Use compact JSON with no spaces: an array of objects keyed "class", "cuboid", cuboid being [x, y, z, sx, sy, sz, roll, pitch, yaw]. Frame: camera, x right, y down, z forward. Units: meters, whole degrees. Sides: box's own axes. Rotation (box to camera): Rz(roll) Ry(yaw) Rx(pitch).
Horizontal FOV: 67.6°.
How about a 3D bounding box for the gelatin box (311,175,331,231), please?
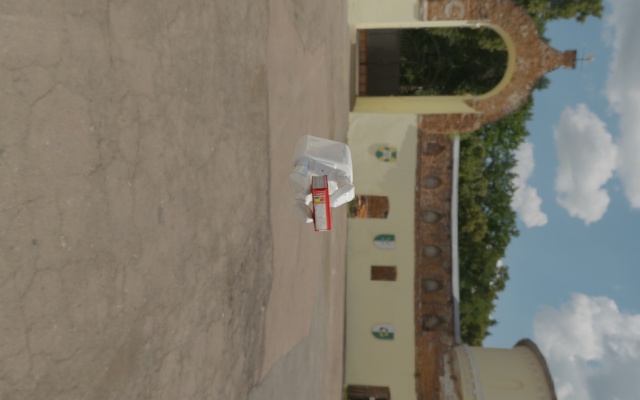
[{"class":"gelatin box","cuboid":[0.001,0.003,0.805,0.030,0.073,0.089,-4,18,-1]}]
